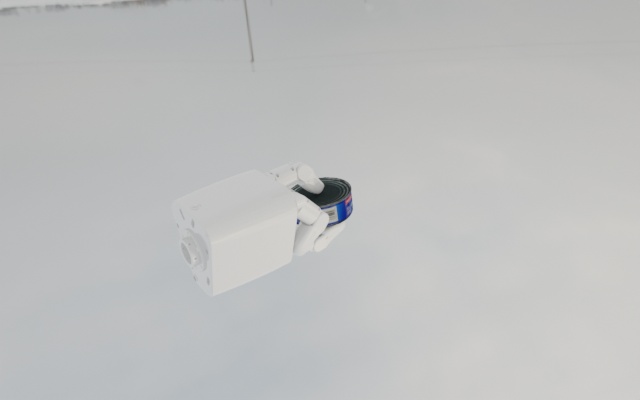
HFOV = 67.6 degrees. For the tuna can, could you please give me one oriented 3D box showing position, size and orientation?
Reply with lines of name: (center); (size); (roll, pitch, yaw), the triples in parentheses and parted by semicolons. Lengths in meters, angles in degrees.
tuna can: (0.000, 0.003, 0.634); (0.086, 0.034, 0.086); (-7, 27, 3)
